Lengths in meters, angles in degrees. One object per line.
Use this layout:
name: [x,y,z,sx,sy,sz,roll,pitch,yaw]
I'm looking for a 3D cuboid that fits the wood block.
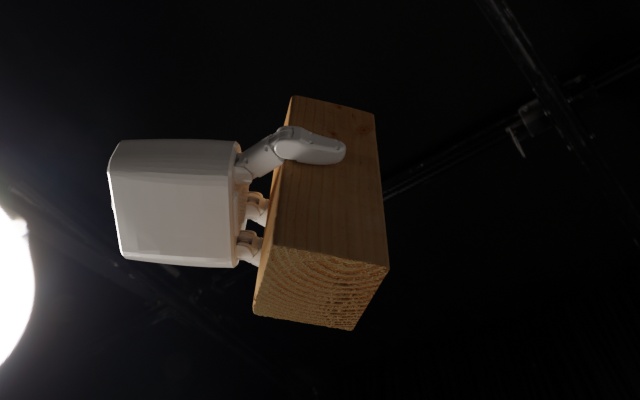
wood block: [0.000,0.001,0.443,0.090,0.091,0.206,12,42,-9]
